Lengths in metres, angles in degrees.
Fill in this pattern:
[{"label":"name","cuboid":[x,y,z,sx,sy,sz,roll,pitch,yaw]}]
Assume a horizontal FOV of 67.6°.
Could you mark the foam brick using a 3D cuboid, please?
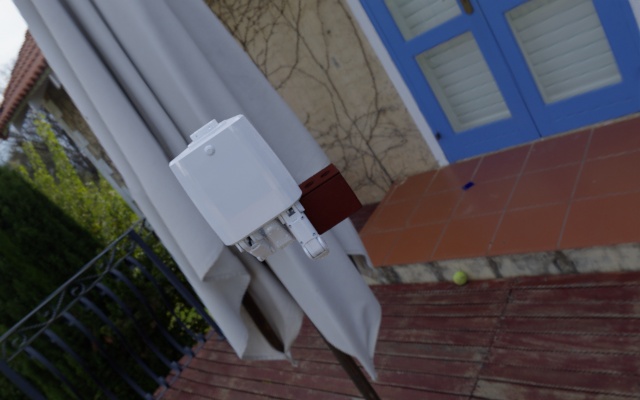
[{"label":"foam brick","cuboid":[0.000,0.002,0.549,0.078,0.051,0.053,-34,16,2]}]
